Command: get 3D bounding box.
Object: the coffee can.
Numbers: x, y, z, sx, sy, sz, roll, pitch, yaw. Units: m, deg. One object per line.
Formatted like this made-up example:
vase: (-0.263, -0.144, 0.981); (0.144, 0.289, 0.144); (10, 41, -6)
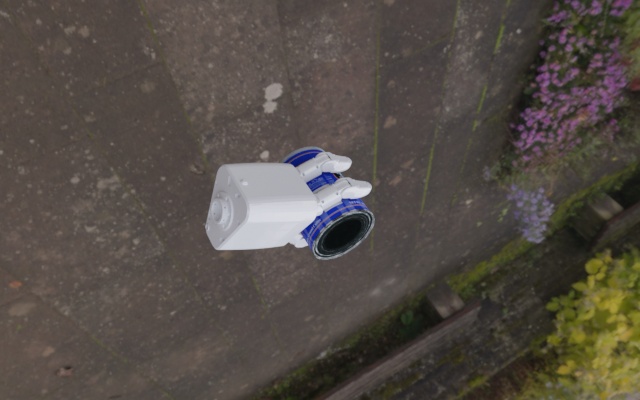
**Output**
coffee can: (0.000, 0.002, 0.714); (0.103, 0.103, 0.140); (0, 43, -42)
